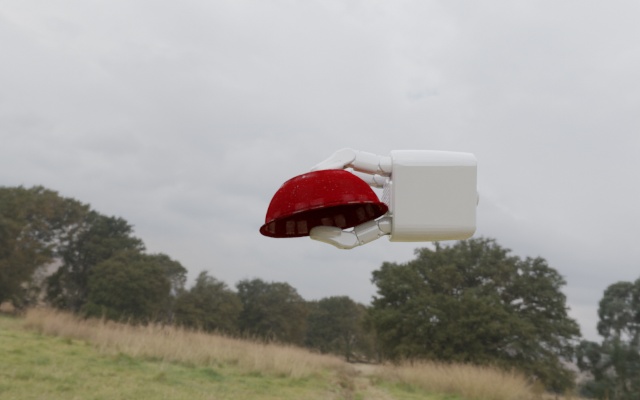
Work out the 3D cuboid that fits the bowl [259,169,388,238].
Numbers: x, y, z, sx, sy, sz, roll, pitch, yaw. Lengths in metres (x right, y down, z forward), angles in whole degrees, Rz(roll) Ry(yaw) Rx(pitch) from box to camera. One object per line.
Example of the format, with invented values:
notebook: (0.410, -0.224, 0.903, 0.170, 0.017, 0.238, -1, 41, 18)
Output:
bowl: (-0.001, 0.002, 0.595, 0.162, 0.055, 0.162, -10, -14, -3)
